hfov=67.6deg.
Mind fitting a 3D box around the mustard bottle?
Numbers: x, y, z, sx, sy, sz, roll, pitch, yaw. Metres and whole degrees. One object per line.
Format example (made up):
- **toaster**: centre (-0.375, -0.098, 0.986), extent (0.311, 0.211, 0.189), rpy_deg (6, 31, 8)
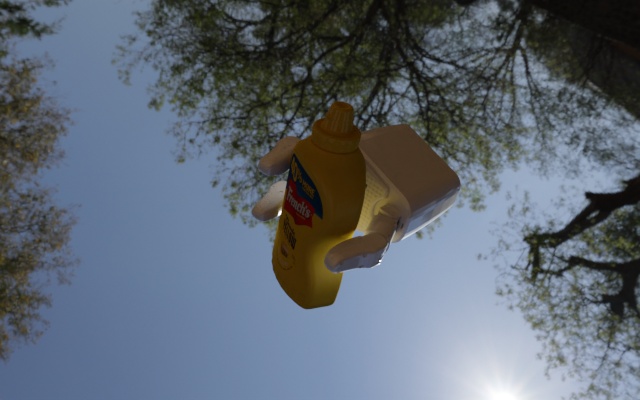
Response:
- **mustard bottle**: centre (0.000, 0.002, 0.434), extent (0.058, 0.192, 0.096), rpy_deg (-3, 38, -24)
